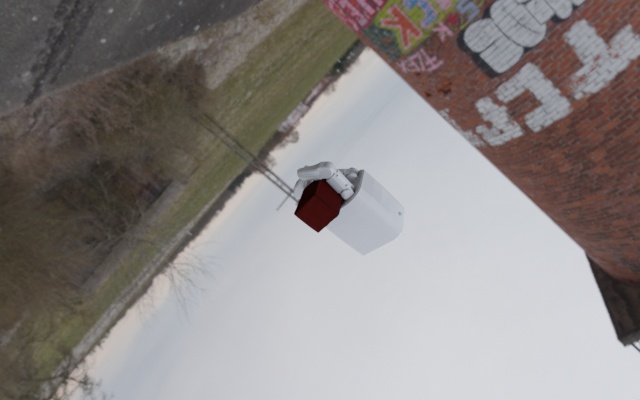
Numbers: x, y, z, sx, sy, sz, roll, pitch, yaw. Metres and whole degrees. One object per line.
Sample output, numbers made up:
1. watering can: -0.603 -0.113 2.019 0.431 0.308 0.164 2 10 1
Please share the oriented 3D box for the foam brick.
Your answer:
1. foam brick: 0.000 0.003 0.761 0.053 0.051 0.078 -42 15 29
